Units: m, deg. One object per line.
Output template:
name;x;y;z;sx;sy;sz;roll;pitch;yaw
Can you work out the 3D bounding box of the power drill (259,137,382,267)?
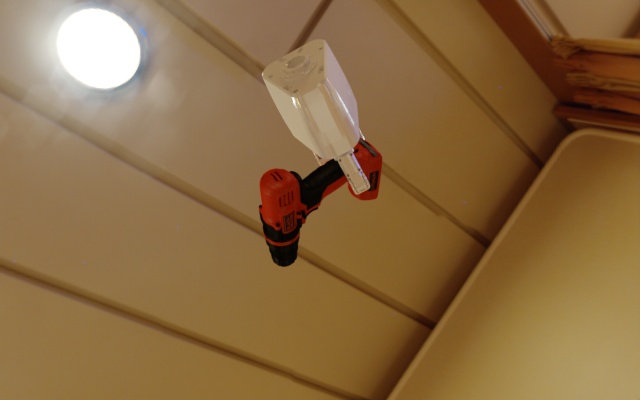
power drill;0.000;0.002;0.687;0.187;0.185;0.057;-30;56;-24
